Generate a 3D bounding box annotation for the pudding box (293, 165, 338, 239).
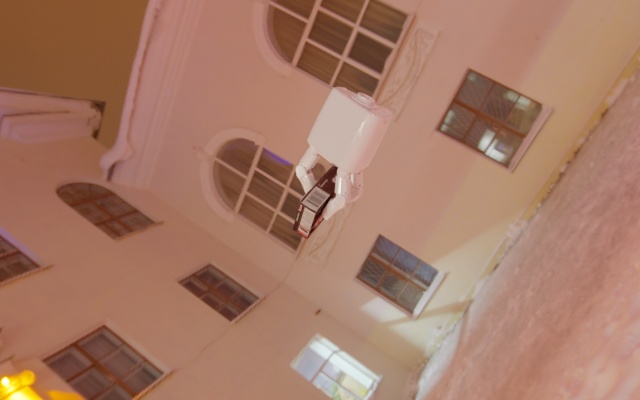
[{"bbox_3d":[0.000,0.003,0.866,0.039,0.090,0.113,34,53,13],"label":"pudding box"}]
